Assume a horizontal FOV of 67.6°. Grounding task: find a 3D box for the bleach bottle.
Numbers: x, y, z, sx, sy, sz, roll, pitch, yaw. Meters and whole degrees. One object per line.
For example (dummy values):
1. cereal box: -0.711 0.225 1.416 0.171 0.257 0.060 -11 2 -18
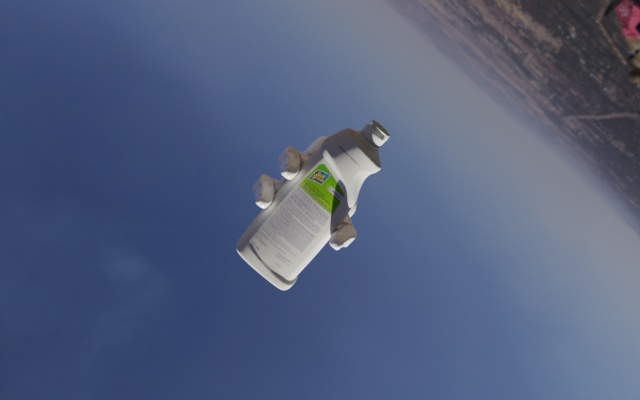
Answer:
1. bleach bottle: 0.000 0.002 0.628 0.102 0.251 0.068 41 21 -7
